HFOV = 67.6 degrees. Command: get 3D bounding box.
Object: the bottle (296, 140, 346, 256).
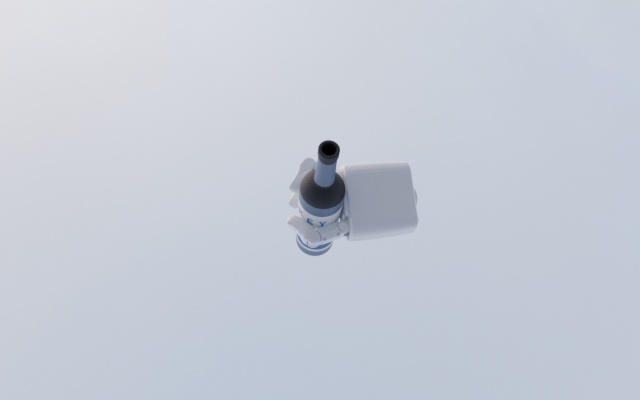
[{"bbox_3d":[0.000,0.002,0.715,0.069,0.069,0.296,0,-26,-5],"label":"bottle"}]
